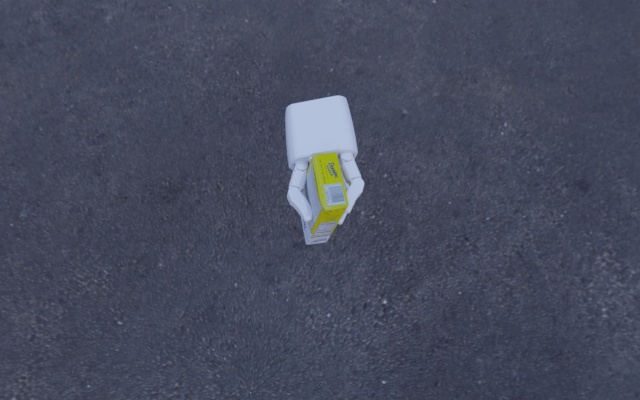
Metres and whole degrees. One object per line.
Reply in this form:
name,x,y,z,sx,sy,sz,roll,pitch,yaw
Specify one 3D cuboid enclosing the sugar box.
sugar box,0.001,0.002,0.789,0.048,0.093,0.176,-7,-20,-11
